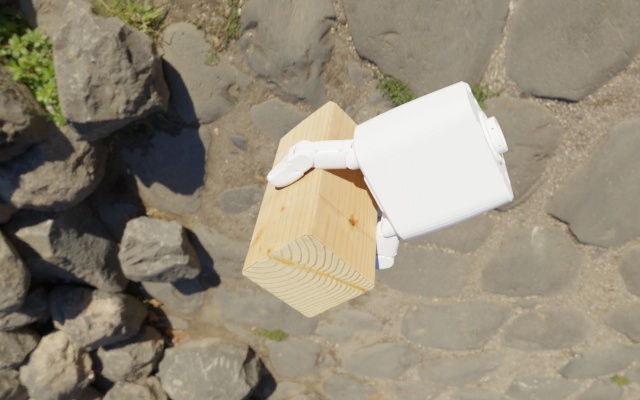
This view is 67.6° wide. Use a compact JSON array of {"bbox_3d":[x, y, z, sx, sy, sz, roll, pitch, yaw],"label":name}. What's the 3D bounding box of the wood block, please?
[{"bbox_3d":[0.000,0.001,0.505,0.090,0.206,0.091,-32,-59,32],"label":"wood block"}]
